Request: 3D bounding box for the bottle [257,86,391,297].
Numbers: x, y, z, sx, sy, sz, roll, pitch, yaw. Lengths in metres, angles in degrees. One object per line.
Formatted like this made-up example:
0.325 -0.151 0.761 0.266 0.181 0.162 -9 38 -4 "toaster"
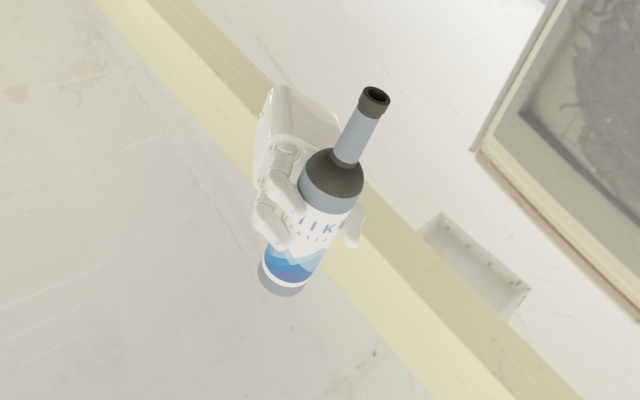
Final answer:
0.000 0.002 0.526 0.069 0.069 0.296 0 -41 -27 "bottle"
